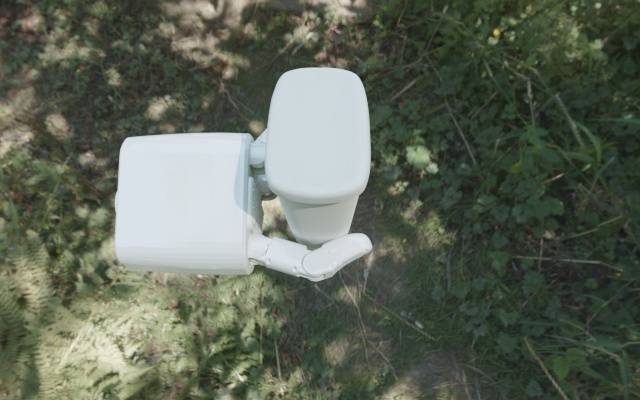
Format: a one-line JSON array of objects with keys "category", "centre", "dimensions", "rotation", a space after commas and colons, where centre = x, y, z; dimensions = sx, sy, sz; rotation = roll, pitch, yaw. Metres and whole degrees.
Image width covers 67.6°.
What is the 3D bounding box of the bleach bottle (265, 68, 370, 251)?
[{"category": "bleach bottle", "centre": [0.000, 0.001, 0.420], "dimensions": [0.068, 0.102, 0.251], "rotation": [1, -24, 1]}]
